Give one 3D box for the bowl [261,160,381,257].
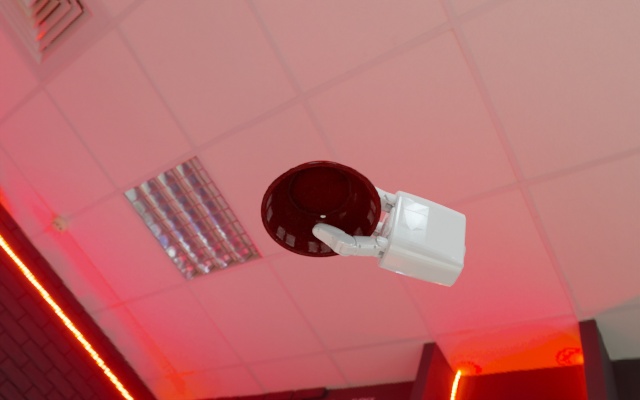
[{"bbox_3d":[-0.001,0.001,0.656,0.162,0.162,0.055,0,37,-3],"label":"bowl"}]
